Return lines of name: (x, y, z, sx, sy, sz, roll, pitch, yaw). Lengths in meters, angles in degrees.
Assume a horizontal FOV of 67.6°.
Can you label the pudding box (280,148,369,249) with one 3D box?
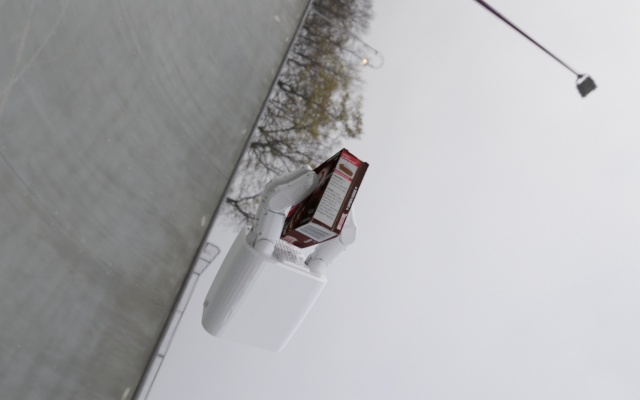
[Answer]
pudding box: (0.000, 0.002, 0.527, 0.039, 0.090, 0.113, 30, -21, -16)
